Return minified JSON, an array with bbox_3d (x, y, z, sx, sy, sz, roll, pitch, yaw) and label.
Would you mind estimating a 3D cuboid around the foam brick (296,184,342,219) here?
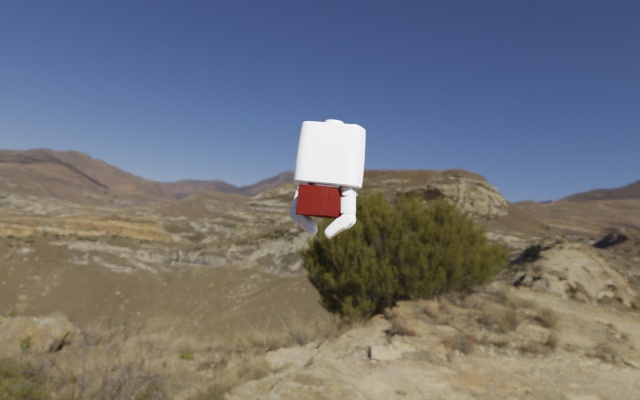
[{"bbox_3d":[0.000,0.003,0.806,0.053,0.051,0.078,5,-3,25],"label":"foam brick"}]
